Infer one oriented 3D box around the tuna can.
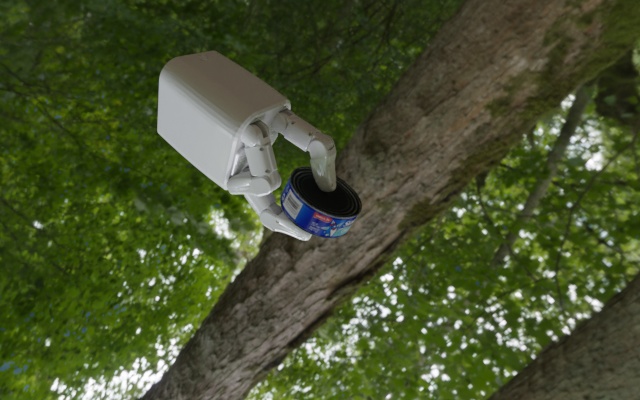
[{"bbox_3d":[0.000,0.002,0.524,0.086,0.034,0.086,21,31,-13],"label":"tuna can"}]
